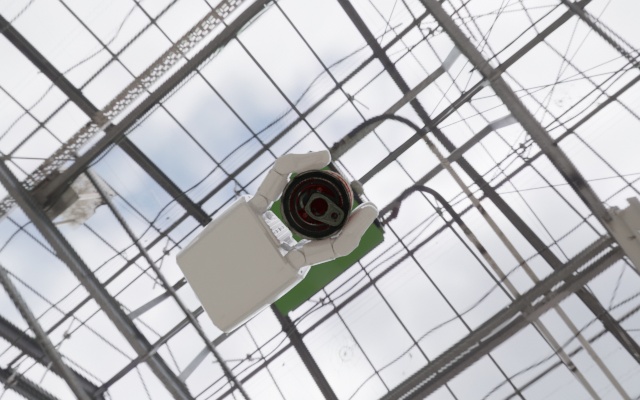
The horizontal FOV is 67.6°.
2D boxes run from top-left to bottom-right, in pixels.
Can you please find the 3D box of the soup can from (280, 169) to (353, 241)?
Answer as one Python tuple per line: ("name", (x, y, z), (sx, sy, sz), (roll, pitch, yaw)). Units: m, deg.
("soup can", (0.000, 0.001, 0.500), (0.068, 0.068, 0.102), (0, 4, 6))
